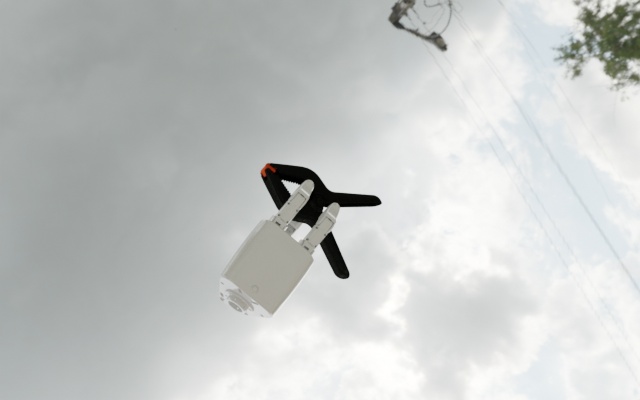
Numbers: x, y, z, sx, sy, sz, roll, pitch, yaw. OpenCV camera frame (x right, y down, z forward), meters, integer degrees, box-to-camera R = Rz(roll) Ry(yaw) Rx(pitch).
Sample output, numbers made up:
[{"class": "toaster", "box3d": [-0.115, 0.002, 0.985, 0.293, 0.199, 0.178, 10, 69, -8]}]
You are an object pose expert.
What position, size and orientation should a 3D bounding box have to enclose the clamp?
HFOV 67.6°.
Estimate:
[{"class": "clamp", "box3d": [-0.001, 0.003, 0.767, 0.210, 0.164, 0.036, 41, -35, -7]}]
